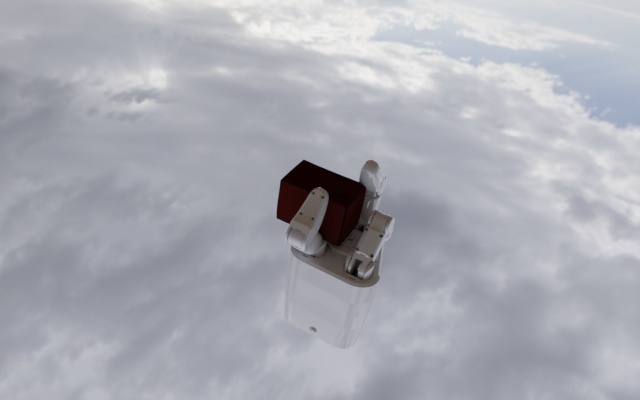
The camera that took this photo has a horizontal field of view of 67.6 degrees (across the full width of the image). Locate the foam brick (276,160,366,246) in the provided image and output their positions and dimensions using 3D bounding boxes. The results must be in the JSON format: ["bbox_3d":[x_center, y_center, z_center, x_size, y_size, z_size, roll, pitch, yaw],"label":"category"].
[{"bbox_3d":[0.000,0.001,0.500,0.078,0.051,0.053,24,38,18],"label":"foam brick"}]
